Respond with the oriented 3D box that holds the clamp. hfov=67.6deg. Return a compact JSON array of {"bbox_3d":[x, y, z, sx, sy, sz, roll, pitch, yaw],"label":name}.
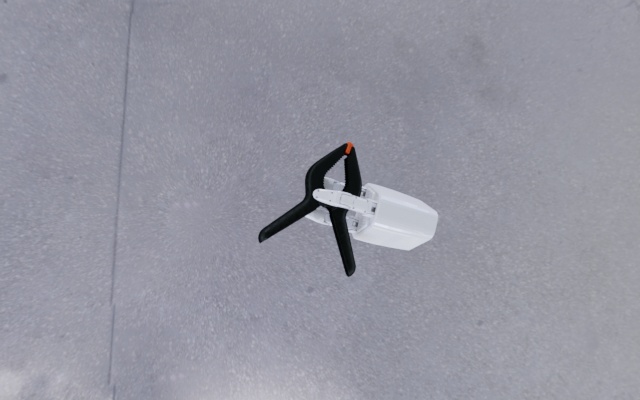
[{"bbox_3d":[0.001,0.002,0.764,0.164,0.210,0.036,15,-6,-11],"label":"clamp"}]
